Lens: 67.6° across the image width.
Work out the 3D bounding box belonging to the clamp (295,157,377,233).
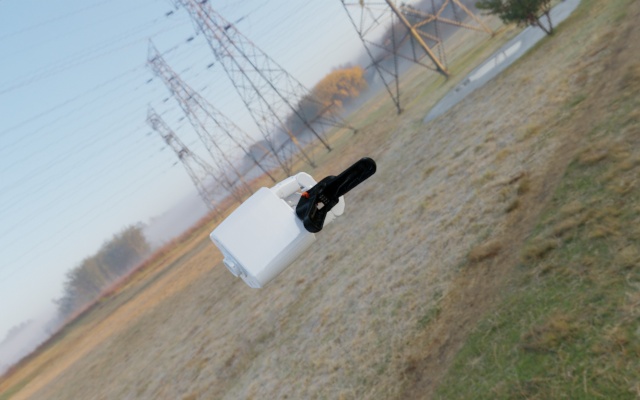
[{"bbox_3d":[0.000,0.002,0.642,0.120,0.039,0.171,-42,6,-23],"label":"clamp"}]
